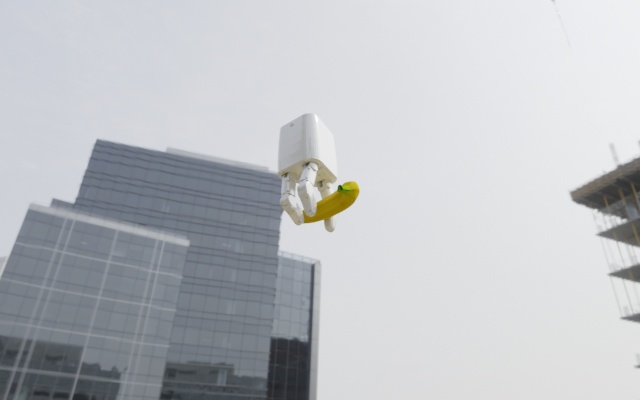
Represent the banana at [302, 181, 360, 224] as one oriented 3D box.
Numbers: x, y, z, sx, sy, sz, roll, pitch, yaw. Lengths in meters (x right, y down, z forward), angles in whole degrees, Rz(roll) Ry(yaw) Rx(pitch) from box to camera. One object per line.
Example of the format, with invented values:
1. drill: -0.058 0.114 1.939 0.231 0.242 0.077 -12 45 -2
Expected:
1. banana: 0.018 0.003 0.857 0.069 0.037 0.198 3 -21 -25
